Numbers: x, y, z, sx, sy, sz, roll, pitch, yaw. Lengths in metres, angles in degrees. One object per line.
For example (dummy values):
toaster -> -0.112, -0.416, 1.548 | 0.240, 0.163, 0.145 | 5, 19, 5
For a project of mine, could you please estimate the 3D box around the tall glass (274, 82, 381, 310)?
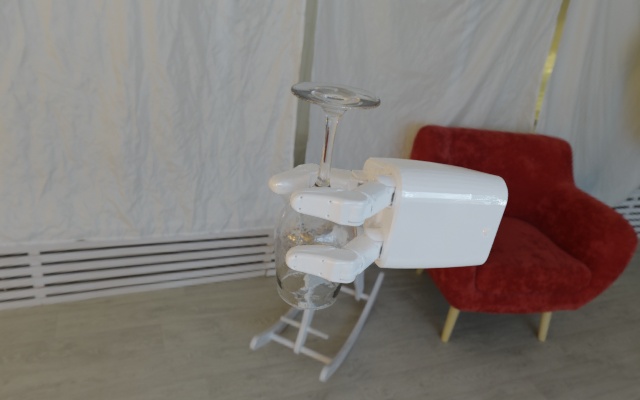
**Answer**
tall glass -> 0.000, 0.001, 0.433 | 0.079, 0.201, 0.079 | 7, 26, -3
